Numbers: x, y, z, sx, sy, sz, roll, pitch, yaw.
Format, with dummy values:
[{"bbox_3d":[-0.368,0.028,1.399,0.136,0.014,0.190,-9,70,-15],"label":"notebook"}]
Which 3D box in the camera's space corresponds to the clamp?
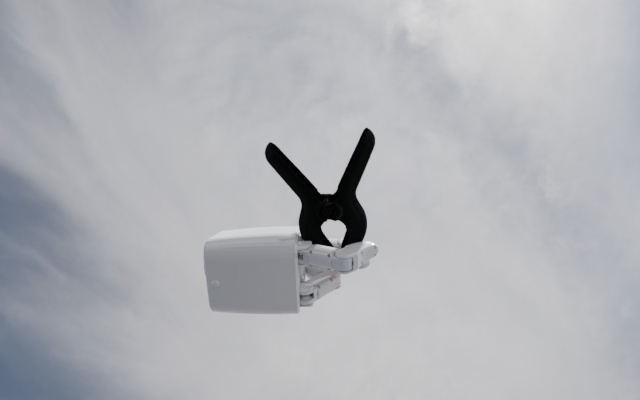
[{"bbox_3d":[0.000,0.002,0.545,0.120,0.171,0.039,2,20,9],"label":"clamp"}]
